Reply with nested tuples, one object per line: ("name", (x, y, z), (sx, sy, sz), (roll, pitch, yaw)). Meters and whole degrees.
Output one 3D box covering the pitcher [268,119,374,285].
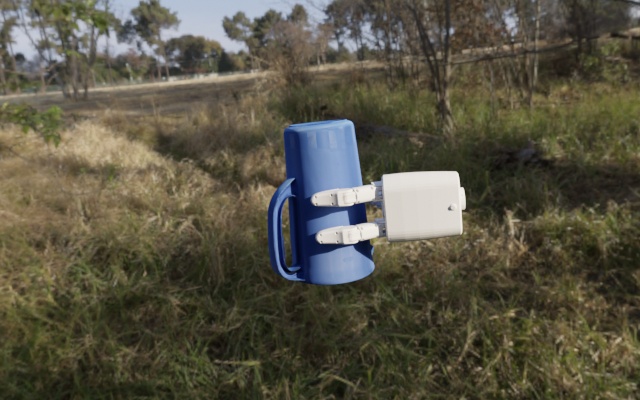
("pitcher", (0.000, 0.002, 0.740), (0.145, 0.243, 0.149), (-4, 11, 12))
